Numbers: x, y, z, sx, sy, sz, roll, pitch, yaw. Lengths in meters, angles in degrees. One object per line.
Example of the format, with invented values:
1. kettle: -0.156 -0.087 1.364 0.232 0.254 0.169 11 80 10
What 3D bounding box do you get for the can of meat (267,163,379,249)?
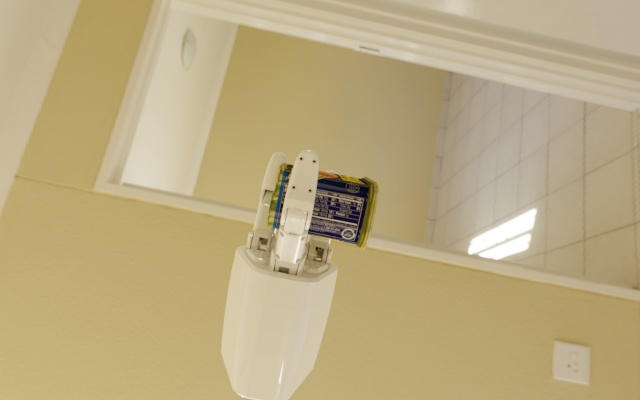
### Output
1. can of meat: 0.000 0.001 0.427 0.084 0.057 0.102 11 6 -3
